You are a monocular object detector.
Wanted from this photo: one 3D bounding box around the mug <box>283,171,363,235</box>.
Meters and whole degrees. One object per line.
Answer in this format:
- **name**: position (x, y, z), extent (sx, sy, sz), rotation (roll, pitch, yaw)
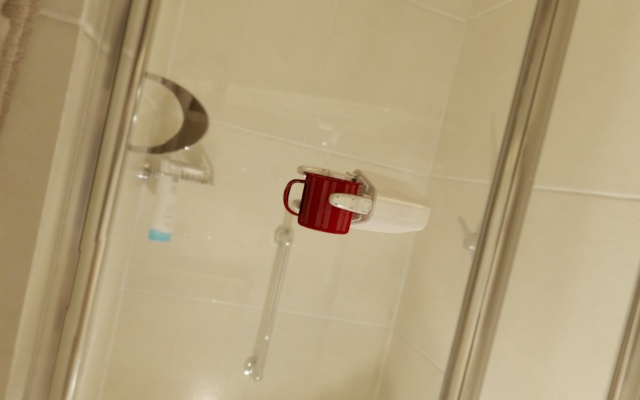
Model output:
- **mug**: position (-0.001, 0.002, 0.722), extent (0.117, 0.081, 0.093), rotation (11, 3, -20)
